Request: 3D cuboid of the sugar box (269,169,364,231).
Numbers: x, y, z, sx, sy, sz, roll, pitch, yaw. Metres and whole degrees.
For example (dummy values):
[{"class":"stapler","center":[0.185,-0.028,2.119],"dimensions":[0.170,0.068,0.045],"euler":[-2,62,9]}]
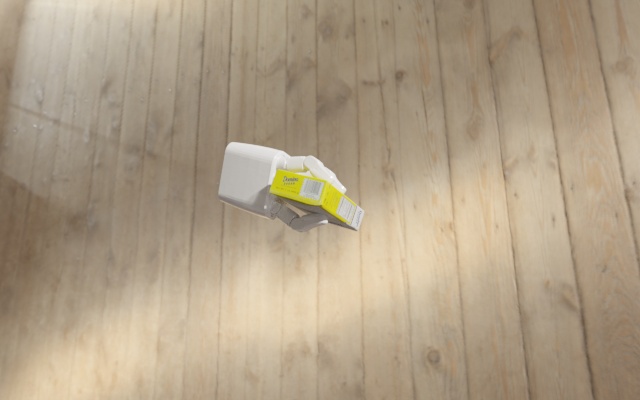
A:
[{"class":"sugar box","center":[0.000,0.002,0.787],"dimensions":[0.093,0.048,0.176],"euler":[15,-7,26]}]
